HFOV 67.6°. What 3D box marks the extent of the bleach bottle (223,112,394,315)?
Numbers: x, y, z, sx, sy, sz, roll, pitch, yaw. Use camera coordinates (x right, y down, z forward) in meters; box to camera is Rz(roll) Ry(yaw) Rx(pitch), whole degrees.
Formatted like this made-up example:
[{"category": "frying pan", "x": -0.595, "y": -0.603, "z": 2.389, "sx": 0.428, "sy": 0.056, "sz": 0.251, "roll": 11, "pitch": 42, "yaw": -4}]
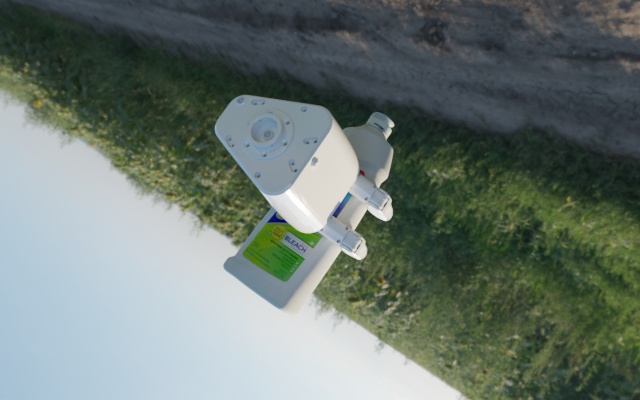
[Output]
[{"category": "bleach bottle", "x": 0.000, "y": 0.002, "z": 0.558, "sx": 0.102, "sy": 0.251, "sz": 0.068, "roll": 30, "pitch": -9, "yaw": 23}]
